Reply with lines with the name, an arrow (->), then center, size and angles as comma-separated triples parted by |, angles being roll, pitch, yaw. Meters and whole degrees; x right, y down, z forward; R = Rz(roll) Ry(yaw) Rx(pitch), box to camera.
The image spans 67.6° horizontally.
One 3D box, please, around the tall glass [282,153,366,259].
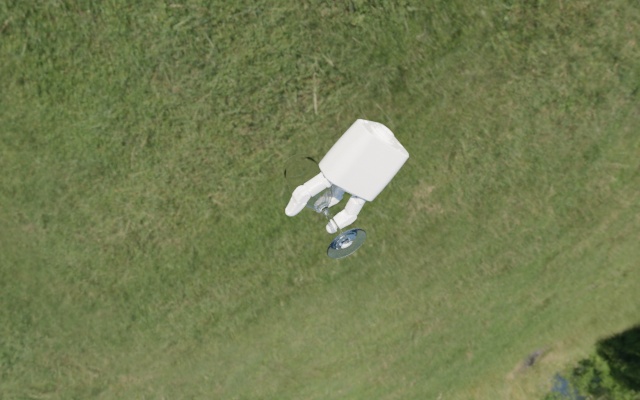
tall glass -> 0.000, 0.003, 0.847 | 0.079, 0.079, 0.201 | 0, 44, -39
